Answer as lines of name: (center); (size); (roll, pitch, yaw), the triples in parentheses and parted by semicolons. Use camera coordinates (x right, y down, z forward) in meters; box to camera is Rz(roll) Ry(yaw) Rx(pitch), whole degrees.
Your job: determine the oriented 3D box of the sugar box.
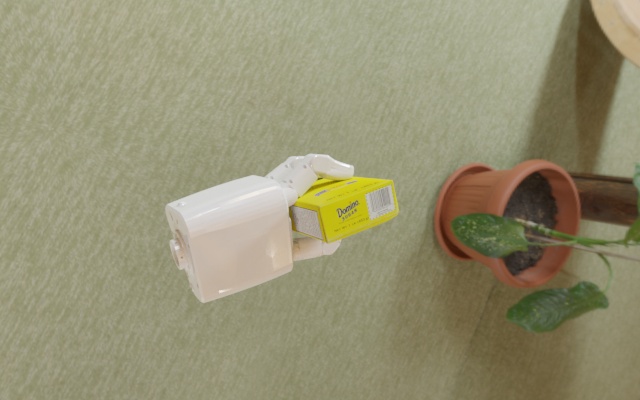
sugar box: (0.000, 0.001, 0.552); (0.093, 0.048, 0.176); (-19, 16, -26)
